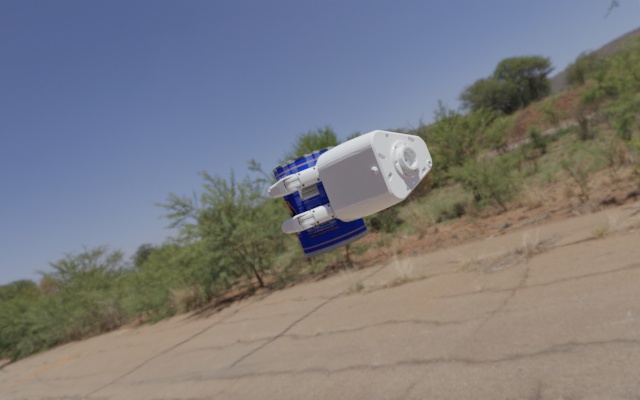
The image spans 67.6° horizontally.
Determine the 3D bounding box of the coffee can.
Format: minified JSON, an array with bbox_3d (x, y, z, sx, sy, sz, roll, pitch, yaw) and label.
[{"bbox_3d":[0.000,0.003,0.720,0.103,0.140,0.103,-21,0,0],"label":"coffee can"}]
